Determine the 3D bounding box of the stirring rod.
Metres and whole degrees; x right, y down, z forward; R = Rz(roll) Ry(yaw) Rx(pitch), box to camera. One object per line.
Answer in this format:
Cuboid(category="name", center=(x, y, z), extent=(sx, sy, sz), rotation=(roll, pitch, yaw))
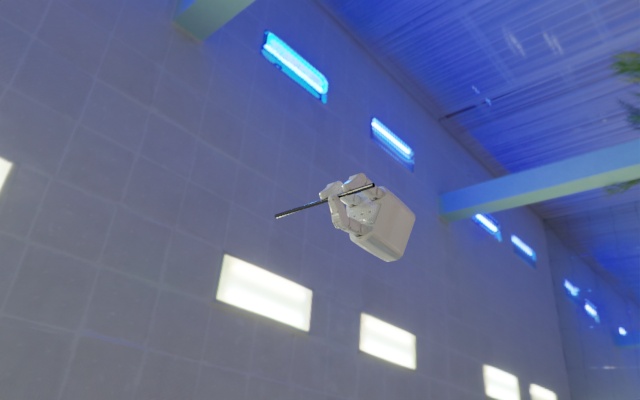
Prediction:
Cuboid(category="stirring rod", center=(0.000, 0.003, 0.868), extent=(0.239, 0.011, 0.011), rotation=(-18, -12, 40))
